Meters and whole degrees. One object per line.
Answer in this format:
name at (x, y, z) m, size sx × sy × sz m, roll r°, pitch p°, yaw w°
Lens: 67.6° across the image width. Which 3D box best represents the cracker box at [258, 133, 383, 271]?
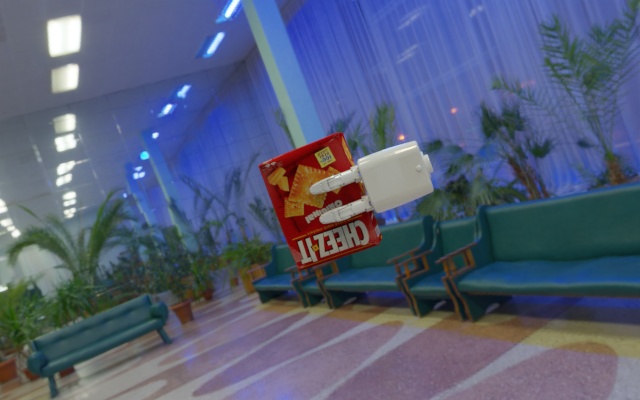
cracker box at (0.000, 0.003, 0.880) m, size 0.164 × 0.213 × 0.072 m, roll -20°, pitch 2°, yaw 14°
